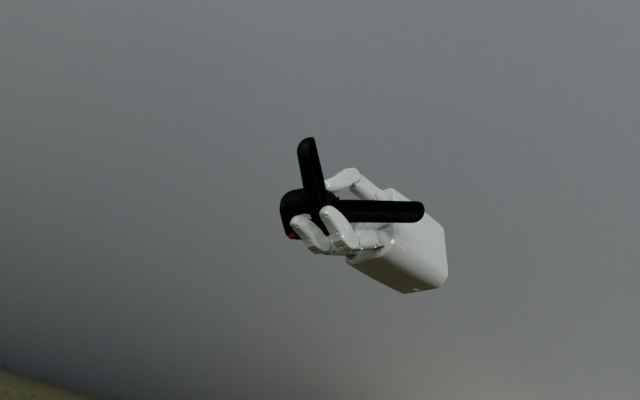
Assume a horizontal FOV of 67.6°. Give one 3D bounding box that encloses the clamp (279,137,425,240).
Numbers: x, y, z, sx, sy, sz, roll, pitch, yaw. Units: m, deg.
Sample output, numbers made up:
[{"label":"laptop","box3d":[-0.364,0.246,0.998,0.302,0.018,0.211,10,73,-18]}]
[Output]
[{"label":"clamp","box3d":[0.000,0.002,0.591,0.164,0.036,0.210,34,-33,-22]}]
